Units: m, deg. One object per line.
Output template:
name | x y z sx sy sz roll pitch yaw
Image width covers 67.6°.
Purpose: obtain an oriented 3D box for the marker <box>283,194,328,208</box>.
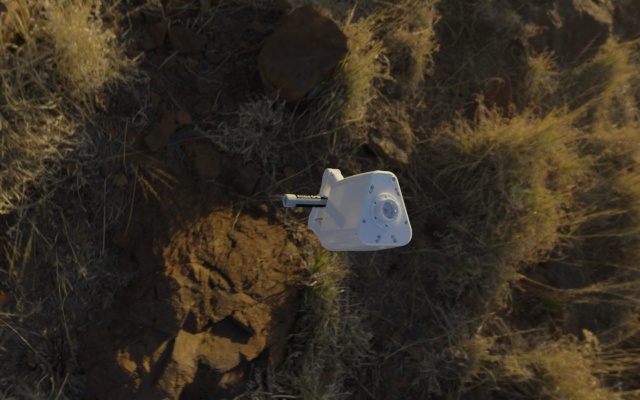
marker | 0.000 0.002 0.742 0.121 0.020 0.020 3 -1 -28
